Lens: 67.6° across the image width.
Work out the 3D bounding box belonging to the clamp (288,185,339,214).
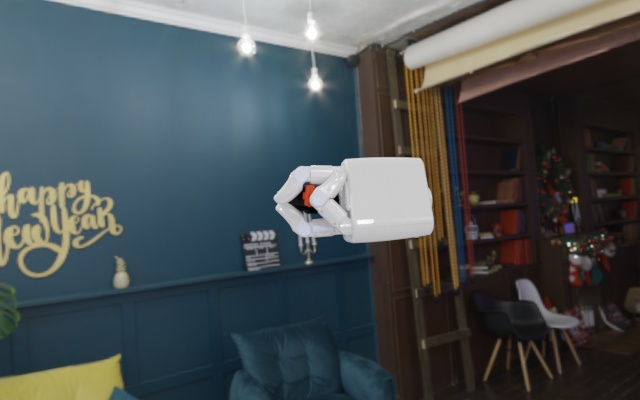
[{"bbox_3d":[0.000,0.002,0.711,0.120,0.039,0.171,-3,-2,-6],"label":"clamp"}]
